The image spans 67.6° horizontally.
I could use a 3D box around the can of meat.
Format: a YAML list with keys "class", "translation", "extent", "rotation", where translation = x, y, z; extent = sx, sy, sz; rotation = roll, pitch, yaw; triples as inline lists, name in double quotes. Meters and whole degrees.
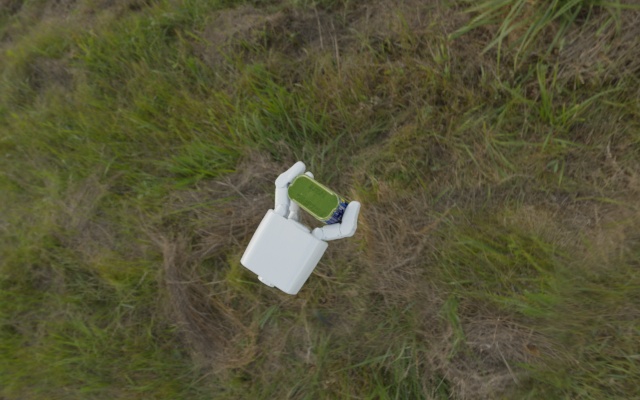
- class: "can of meat"
  translation: [0.000, 0.003, 0.827]
  extent: [0.102, 0.057, 0.084]
  rotation: [34, 1, 24]
